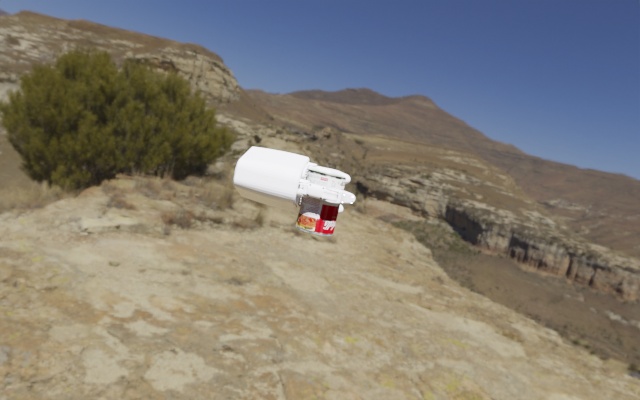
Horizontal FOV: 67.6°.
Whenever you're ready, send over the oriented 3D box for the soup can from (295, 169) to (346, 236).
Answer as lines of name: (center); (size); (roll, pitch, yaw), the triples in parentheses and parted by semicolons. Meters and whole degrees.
soup can: (0.001, 0.003, 0.814); (0.068, 0.102, 0.068); (13, 6, -1)
